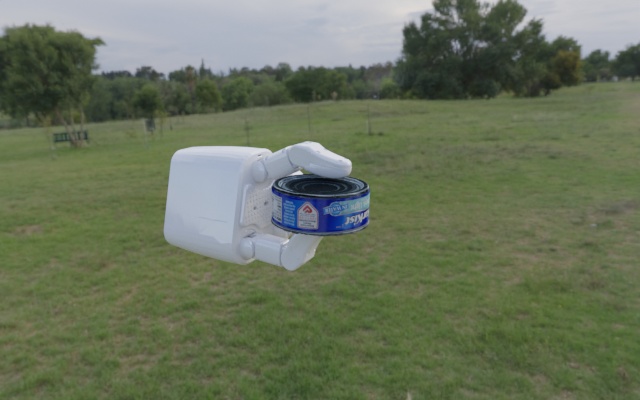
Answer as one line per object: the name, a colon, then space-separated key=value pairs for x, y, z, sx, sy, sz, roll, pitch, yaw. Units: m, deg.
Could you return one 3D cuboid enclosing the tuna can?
tuna can: x=0.000 y=0.001 z=0.413 sx=0.086 sy=0.034 sz=0.086 roll=1 pitch=15 yaw=0
